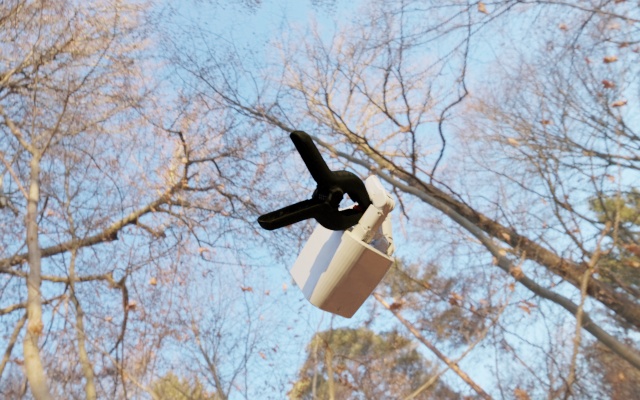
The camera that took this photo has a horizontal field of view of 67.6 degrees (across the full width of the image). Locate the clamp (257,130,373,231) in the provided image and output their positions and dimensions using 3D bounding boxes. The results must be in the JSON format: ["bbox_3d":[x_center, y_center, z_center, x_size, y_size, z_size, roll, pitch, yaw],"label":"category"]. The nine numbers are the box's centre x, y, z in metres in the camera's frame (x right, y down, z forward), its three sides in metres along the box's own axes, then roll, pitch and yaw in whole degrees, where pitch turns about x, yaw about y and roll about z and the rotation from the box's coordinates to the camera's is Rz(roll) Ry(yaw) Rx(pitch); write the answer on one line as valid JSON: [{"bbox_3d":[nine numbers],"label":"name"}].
[{"bbox_3d":[0.000,0.002,0.592,0.171,0.120,0.039,31,2,-39],"label":"clamp"}]
